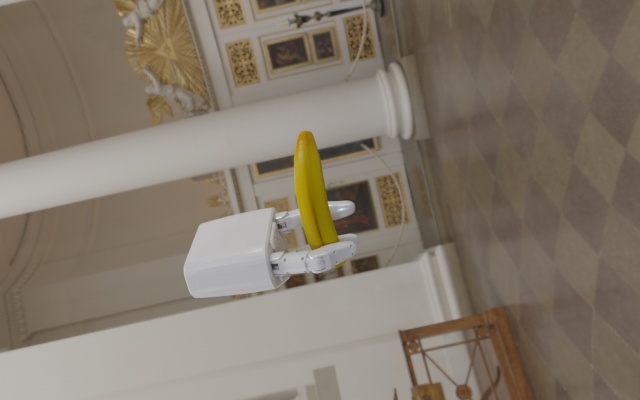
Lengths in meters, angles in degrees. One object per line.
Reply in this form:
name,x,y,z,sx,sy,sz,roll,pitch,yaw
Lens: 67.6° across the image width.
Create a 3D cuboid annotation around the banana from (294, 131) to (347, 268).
banana,-0.001,0.016,0.573,0.037,0.198,0.069,-8,35,14
